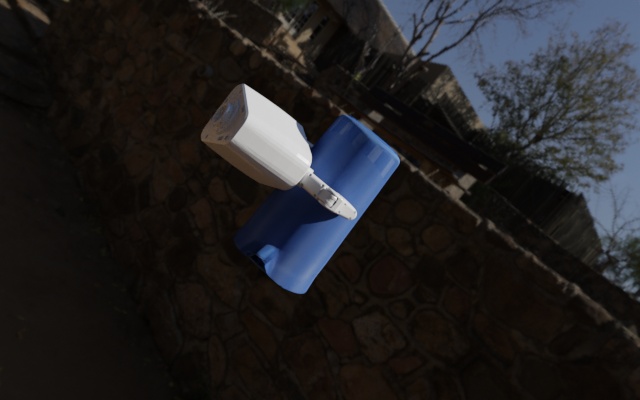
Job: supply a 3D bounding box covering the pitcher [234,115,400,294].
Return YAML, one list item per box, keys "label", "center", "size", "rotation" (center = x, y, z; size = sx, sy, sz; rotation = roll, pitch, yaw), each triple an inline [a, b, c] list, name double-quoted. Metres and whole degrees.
- label: "pitcher"
  center: [0.000, 0.002, 0.692]
  size: [0.145, 0.243, 0.149]
  rotation: [35, 8, -33]
